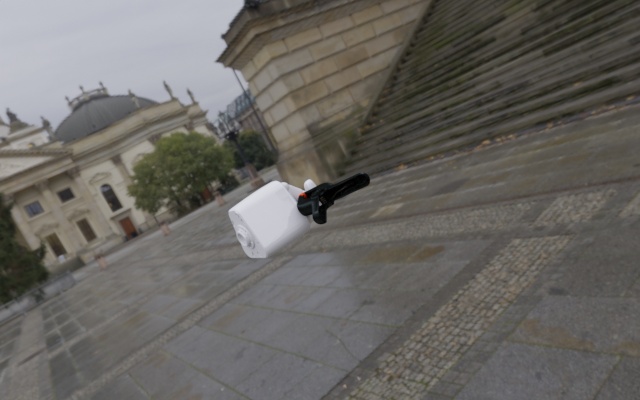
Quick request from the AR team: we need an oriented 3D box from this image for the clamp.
[{"bbox_3d":[0.000,0.002,0.827,0.120,0.039,0.171,-37,11,-30],"label":"clamp"}]
